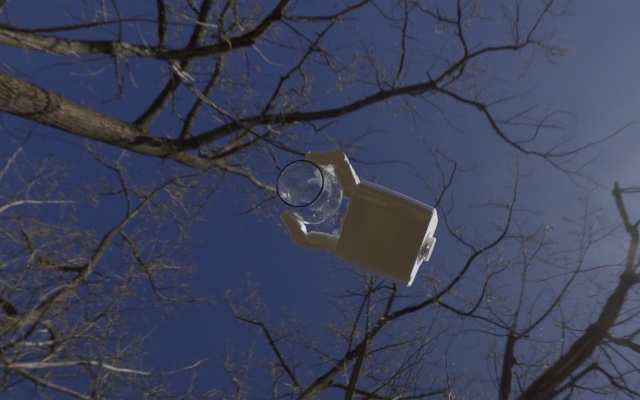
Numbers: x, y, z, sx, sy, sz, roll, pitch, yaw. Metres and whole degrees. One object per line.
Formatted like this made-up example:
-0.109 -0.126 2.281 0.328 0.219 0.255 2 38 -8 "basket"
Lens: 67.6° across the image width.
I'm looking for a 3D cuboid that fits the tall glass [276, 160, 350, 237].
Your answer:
0.000 0.002 0.682 0.079 0.079 0.201 0 -14 16 "tall glass"
